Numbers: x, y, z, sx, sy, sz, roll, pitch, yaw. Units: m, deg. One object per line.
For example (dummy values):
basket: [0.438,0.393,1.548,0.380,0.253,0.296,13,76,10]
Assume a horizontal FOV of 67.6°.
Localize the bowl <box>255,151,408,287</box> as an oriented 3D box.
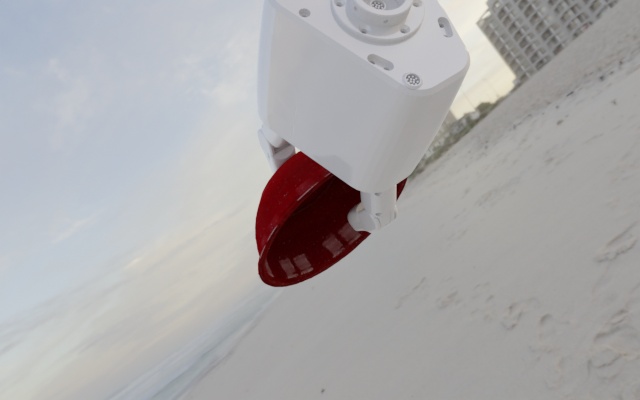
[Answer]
bowl: [0.000,0.002,0.418,0.055,0.162,0.162,47,25,26]
